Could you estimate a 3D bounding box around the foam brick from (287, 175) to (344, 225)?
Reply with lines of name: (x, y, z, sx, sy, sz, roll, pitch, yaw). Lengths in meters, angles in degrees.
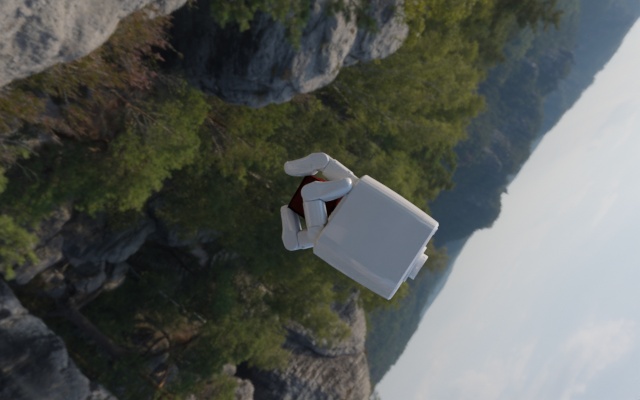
foam brick: (0.000, 0.002, 0.631, 0.051, 0.053, 0.078, 32, 6, 14)
